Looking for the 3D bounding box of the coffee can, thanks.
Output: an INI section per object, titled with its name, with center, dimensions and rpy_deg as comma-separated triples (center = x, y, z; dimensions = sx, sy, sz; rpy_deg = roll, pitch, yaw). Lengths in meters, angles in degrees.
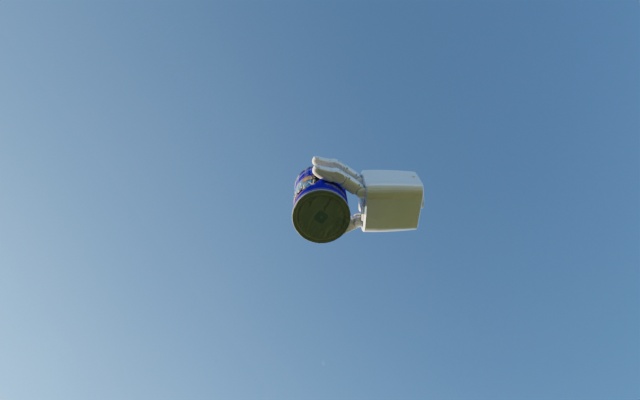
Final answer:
[coffee can]
center = 0.000, 0.003, 0.893
dimensions = 0.103, 0.103, 0.140
rpy_deg = 0, 23, -1
